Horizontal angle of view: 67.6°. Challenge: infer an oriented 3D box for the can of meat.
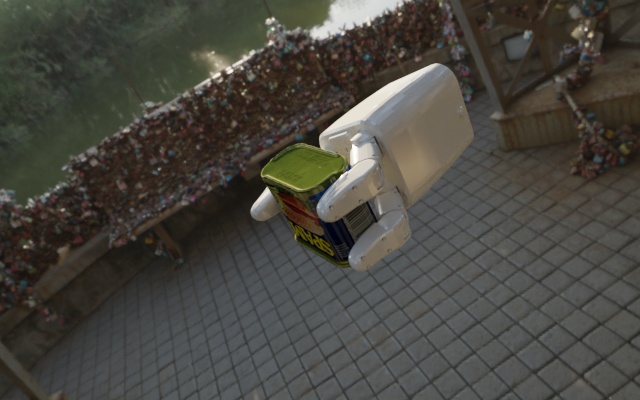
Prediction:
[{"bbox_3d":[0.000,0.001,0.427,0.057,0.084,0.102,-39,32,-18],"label":"can of meat"}]
